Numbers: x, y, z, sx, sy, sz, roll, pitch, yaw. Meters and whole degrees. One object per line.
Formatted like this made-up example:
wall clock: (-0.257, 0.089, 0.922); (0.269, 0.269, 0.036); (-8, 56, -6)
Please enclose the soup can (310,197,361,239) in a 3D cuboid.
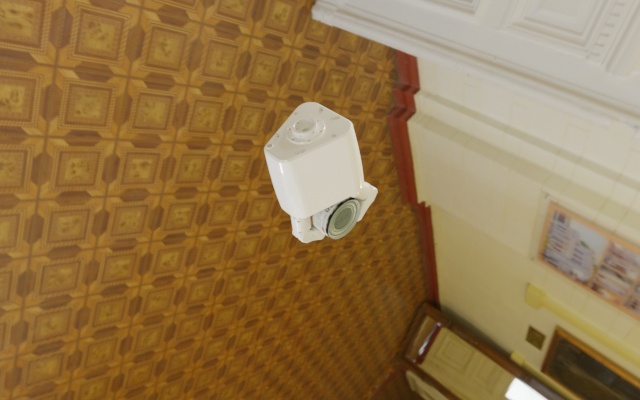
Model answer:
soup can: (0.000, 0.003, 0.695); (0.102, 0.068, 0.068); (35, 22, 34)
